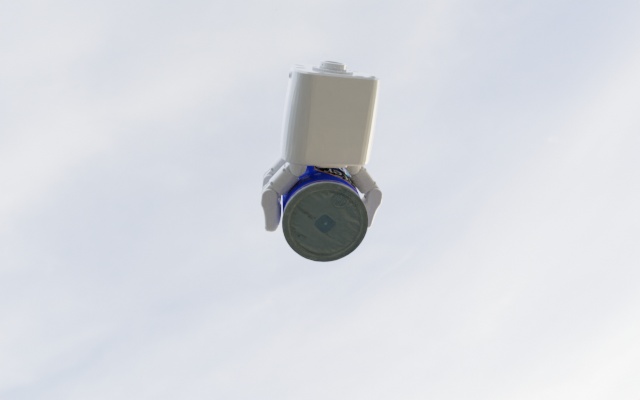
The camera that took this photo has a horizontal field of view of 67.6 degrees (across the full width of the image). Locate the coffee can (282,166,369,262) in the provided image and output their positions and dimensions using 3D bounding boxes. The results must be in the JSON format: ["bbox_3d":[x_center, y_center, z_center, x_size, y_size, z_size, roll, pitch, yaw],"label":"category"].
[{"bbox_3d":[0.000,0.002,0.623,0.103,0.103,0.140,0,22,-5],"label":"coffee can"}]
